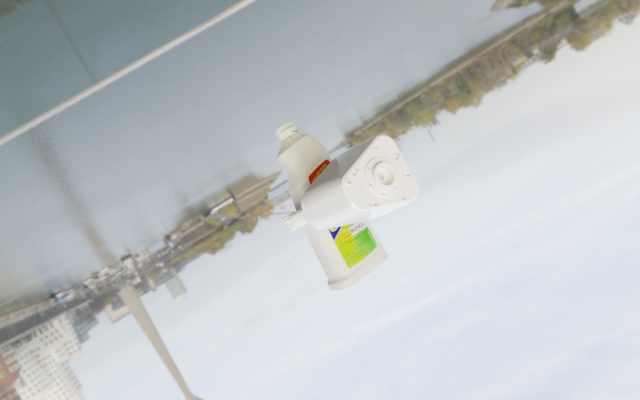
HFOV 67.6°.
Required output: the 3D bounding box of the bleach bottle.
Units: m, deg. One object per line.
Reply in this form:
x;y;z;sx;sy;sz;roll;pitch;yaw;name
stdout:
0.000;0.002;0.712;0.102;0.251;0.068;-31;3;-31;bleach bottle
